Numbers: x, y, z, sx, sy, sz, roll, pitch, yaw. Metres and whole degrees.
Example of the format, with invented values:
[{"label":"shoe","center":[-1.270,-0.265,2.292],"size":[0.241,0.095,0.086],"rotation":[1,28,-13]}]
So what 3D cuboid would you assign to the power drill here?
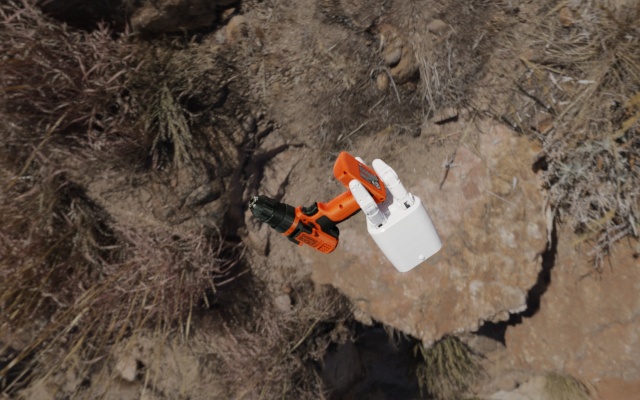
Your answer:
[{"label":"power drill","center":[0.001,0.003,0.797],"size":[0.184,0.057,0.188],"rotation":[29,-53,-32]}]
